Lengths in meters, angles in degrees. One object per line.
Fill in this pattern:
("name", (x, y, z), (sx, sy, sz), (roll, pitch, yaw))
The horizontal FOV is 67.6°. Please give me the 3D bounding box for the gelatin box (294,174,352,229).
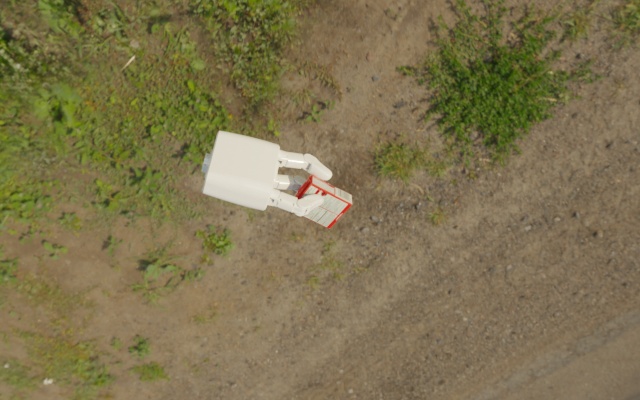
("gelatin box", (0.000, 0.003, 0.844), (0.089, 0.030, 0.073), (27, -53, -20))
